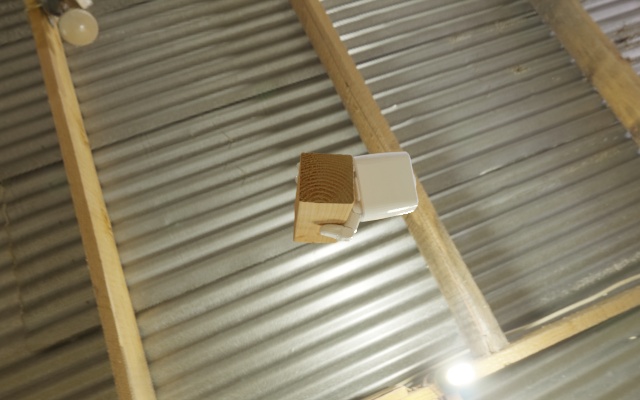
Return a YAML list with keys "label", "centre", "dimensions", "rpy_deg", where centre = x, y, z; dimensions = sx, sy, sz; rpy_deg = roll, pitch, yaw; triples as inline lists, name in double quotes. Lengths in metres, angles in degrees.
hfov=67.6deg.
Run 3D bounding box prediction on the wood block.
- label: "wood block"
  centre: [0.001, 0.003, 0.864]
  dimensions: [0.090, 0.090, 0.206]
  rpy_deg: [2, -23, -5]
